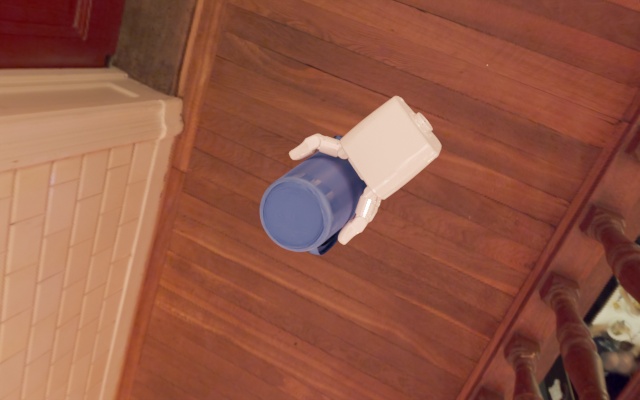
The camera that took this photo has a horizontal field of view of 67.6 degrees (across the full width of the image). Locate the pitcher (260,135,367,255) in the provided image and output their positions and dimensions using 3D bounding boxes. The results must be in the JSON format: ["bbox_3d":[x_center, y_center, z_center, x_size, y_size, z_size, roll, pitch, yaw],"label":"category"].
[{"bbox_3d":[0.000,0.002,0.758,0.145,0.149,0.242,-38,0,24],"label":"pitcher"}]
